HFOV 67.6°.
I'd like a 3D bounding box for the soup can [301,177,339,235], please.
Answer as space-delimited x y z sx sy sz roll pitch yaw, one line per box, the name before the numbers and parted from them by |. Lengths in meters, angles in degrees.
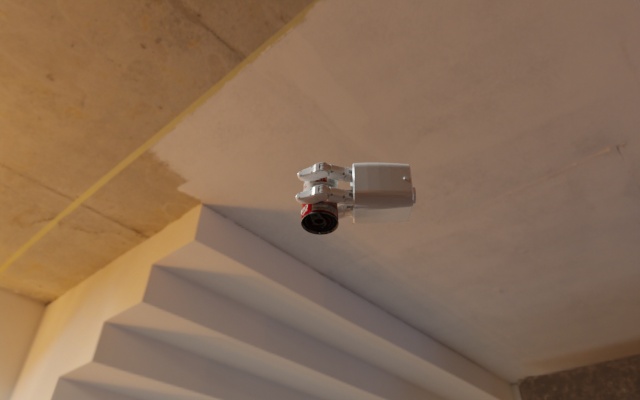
soup can | 0.000 0.003 0.890 0.068 0.102 0.069 1 -38 1
